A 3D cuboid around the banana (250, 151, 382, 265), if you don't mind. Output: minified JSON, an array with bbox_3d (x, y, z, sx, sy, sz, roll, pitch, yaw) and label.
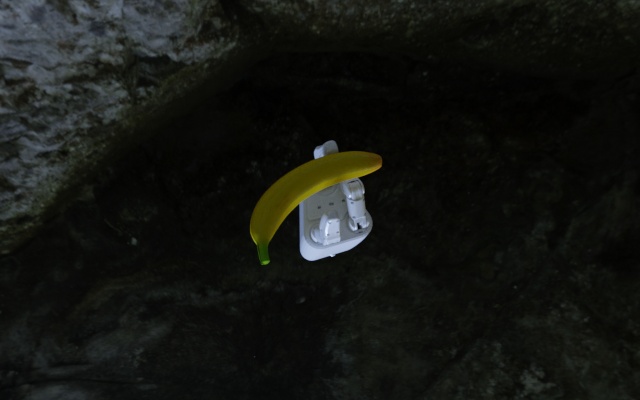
[{"bbox_3d":[-0.015,-0.010,0.568,0.197,0.069,0.037,-41,-8,-18],"label":"banana"}]
